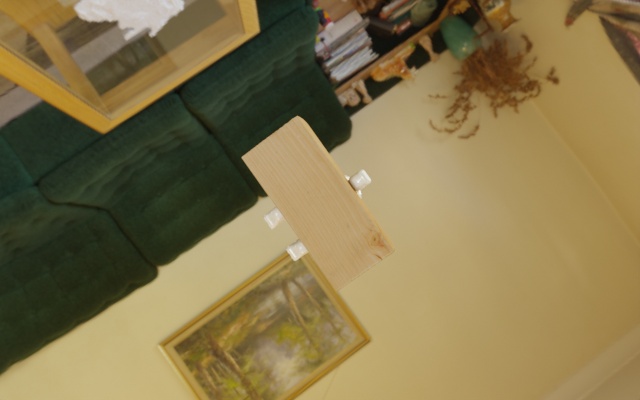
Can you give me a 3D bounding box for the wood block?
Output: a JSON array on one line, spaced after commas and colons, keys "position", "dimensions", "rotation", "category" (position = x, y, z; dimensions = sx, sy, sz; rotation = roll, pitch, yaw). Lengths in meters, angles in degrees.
[{"position": [0.000, 0.002, 0.631], "dimensions": [0.091, 0.206, 0.090], "rotation": [-36, -2, 7], "category": "wood block"}]
